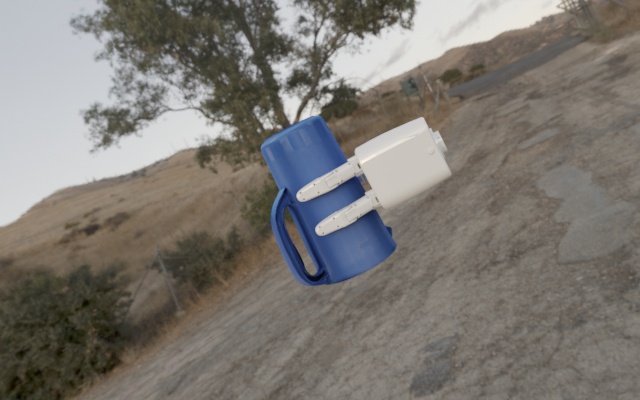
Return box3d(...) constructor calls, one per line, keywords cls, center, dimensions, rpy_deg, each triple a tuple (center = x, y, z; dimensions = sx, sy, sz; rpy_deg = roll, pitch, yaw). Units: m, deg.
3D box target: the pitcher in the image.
box3d(cls="pitcher", center=(0.000, 0.002, 0.736), dimensions=(0.145, 0.243, 0.149), rpy_deg=(-26, 5, 16))
